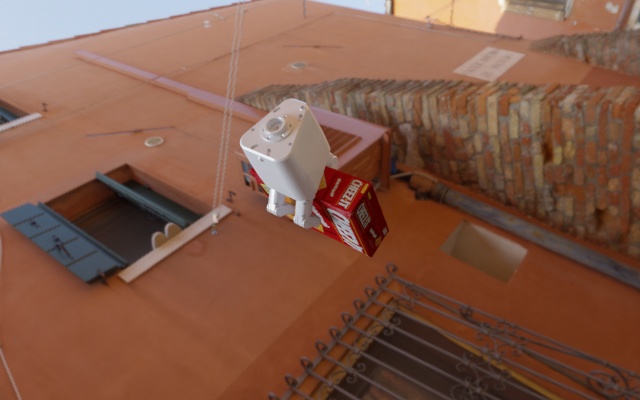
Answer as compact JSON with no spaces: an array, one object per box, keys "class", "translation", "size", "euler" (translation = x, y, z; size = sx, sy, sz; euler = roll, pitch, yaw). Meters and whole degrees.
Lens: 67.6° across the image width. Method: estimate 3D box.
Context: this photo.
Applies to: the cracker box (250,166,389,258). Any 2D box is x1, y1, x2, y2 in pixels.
[{"class":"cracker box","translation":[0.000,0.003,0.837],"size":[0.213,0.072,0.164],"euler":[24,-20,30]}]
